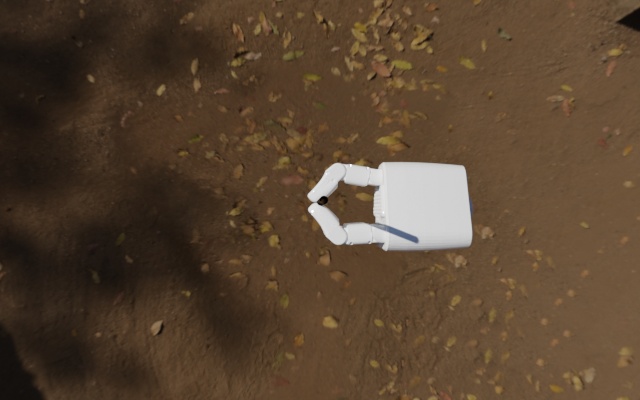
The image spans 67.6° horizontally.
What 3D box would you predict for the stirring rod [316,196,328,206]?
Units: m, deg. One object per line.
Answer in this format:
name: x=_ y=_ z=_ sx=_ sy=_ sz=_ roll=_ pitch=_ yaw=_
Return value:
stirring rod: x=0.000 y=0.002 z=0.558 sx=0.011 sy=0.011 sz=0.239 roll=0 pitch=-1 yaw=-1
